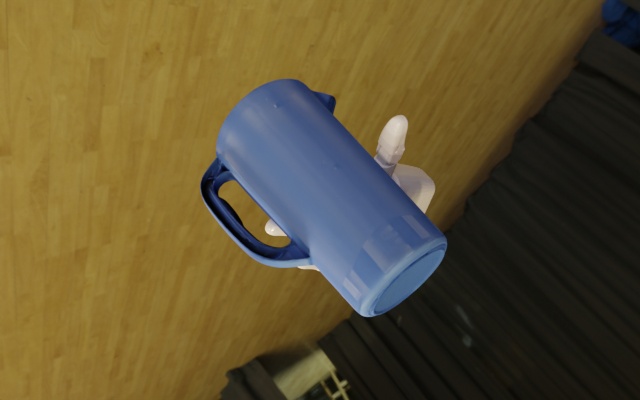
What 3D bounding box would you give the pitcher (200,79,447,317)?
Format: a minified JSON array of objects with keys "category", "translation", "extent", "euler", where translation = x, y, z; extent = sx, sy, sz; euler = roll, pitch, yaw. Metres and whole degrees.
[{"category":"pitcher","translation":[0.000,0.002,0.489],"extent":[0.145,0.149,0.242],"euler":[-3,44,-52]}]
